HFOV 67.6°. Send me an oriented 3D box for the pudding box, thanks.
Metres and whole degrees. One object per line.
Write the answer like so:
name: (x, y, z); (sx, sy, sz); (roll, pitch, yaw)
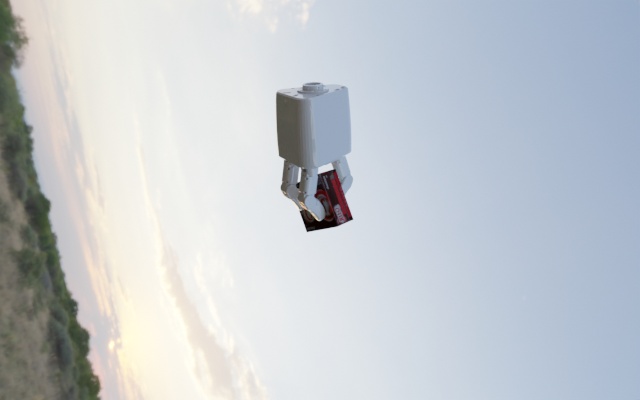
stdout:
pudding box: (0.000, 0.003, 0.805); (0.039, 0.090, 0.113); (-20, 1, -28)
